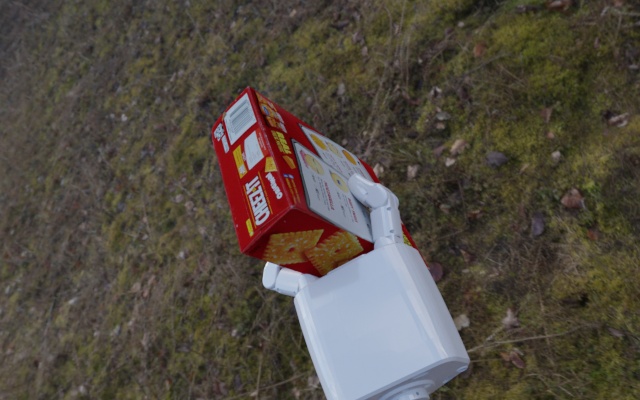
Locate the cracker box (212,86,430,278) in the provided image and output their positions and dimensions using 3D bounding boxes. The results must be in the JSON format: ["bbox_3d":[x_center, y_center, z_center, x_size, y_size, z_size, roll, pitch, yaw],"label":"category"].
[{"bbox_3d":[0.000,0.001,0.490,0.072,0.164,0.214,-41,-42,21],"label":"cracker box"}]
